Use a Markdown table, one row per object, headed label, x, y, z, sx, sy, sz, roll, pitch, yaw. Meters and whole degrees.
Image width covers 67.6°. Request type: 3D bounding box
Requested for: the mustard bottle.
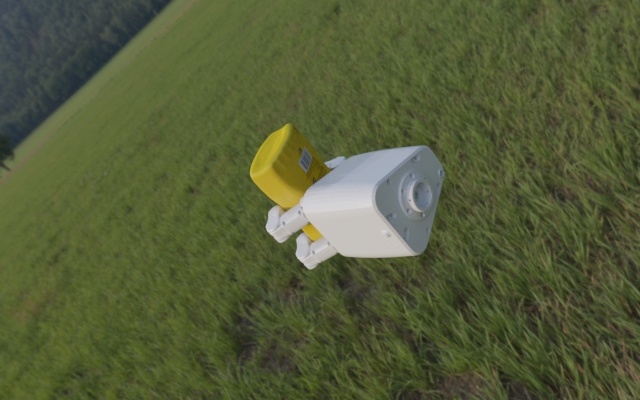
| label | x | y | z | sx | sy | sz | roll | pitch | yaw |
| --- | --- | --- | --- | --- | --- | --- | --- | --- | --- |
| mustard bottle | 0.000 | 0.002 | 0.591 | 0.058 | 0.192 | 0.096 | -26 | 30 | 31 |
